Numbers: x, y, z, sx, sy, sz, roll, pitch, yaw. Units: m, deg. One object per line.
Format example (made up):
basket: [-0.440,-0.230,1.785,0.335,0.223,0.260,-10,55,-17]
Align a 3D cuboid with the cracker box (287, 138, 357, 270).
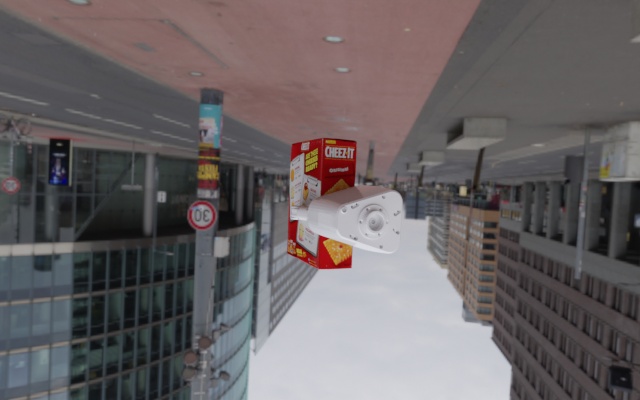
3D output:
cracker box: [0.000,0.003,0.849,0.072,0.213,0.164,2,2,-22]
